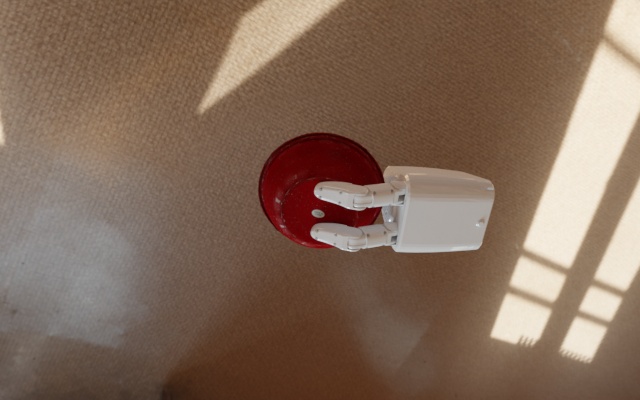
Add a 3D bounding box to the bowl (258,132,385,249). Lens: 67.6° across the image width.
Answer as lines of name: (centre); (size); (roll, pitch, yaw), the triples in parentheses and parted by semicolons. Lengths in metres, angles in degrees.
bowl: (-0.001, 0.002, 0.582); (0.162, 0.162, 0.055); (0, 27, 3)
